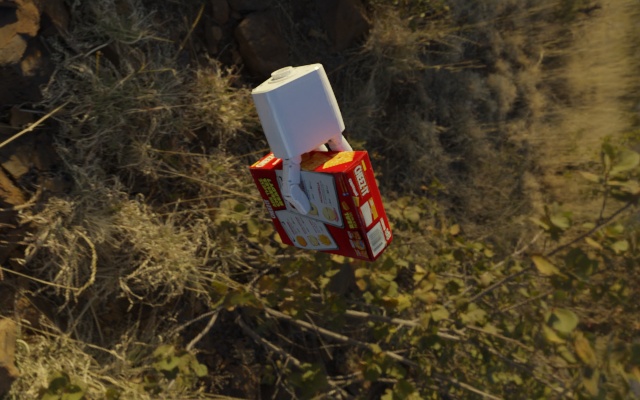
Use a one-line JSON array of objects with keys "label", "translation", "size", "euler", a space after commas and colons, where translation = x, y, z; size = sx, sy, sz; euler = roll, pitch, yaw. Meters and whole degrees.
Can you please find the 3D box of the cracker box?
[{"label": "cracker box", "translation": [0.000, 0.003, 0.788], "size": [0.213, 0.164, 0.072], "euler": [6, 37, 44]}]
